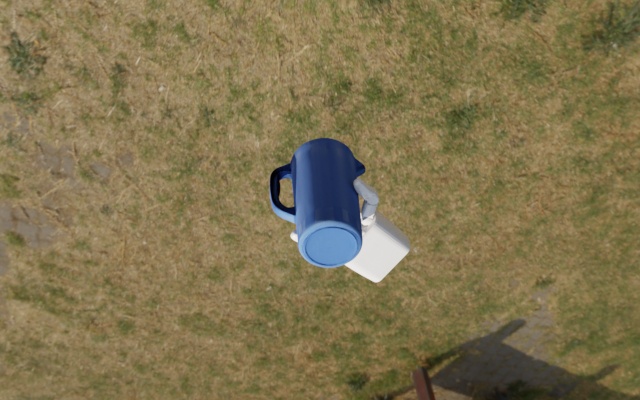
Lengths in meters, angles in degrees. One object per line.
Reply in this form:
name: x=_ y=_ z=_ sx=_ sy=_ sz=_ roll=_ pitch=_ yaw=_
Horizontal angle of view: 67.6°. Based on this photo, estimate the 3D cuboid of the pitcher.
pitcher: x=0.000 y=0.003 z=0.875 sx=0.149 sy=0.242 sz=0.145 roll=-39 pitch=-59 yaw=24
